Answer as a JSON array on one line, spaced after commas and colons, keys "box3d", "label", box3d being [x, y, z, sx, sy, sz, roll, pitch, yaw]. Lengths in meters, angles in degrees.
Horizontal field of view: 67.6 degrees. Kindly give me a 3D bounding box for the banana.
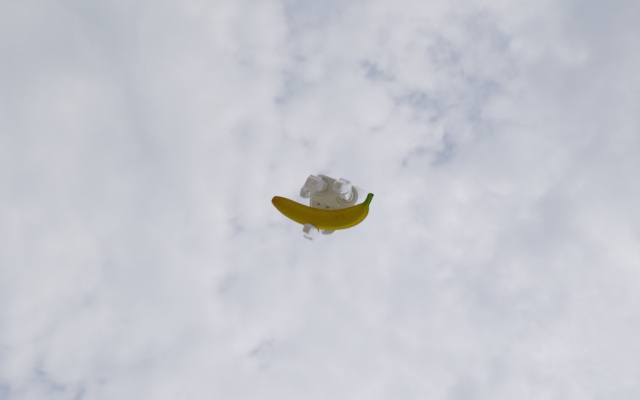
[{"box3d": [0.005, 0.021, 0.867, 0.198, 0.069, 0.037, -2, 12, 20], "label": "banana"}]
